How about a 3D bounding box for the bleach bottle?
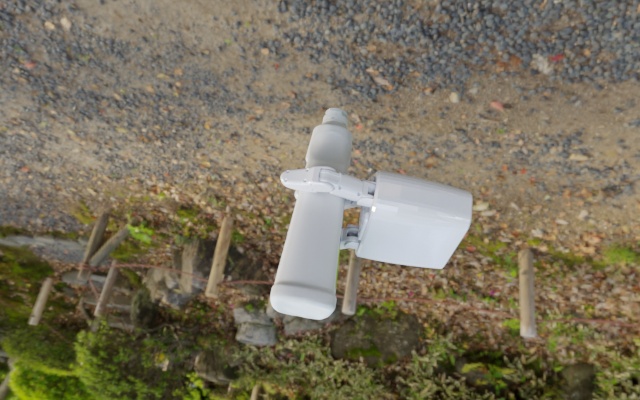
[{"bbox_3d":[0.000,0.002,0.548,0.068,0.250,0.103,11,-22,-1],"label":"bleach bottle"}]
